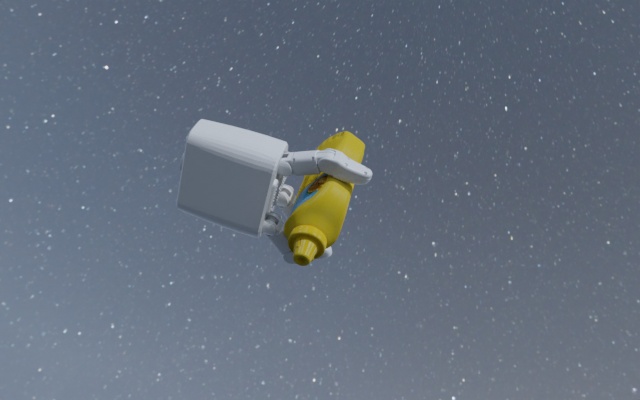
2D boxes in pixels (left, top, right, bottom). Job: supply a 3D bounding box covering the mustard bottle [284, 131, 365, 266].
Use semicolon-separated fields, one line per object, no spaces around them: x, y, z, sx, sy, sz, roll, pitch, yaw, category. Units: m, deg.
0.000;0.002;0.560;0.058;0.191;0.096;36;-51;-14;mustard bottle
